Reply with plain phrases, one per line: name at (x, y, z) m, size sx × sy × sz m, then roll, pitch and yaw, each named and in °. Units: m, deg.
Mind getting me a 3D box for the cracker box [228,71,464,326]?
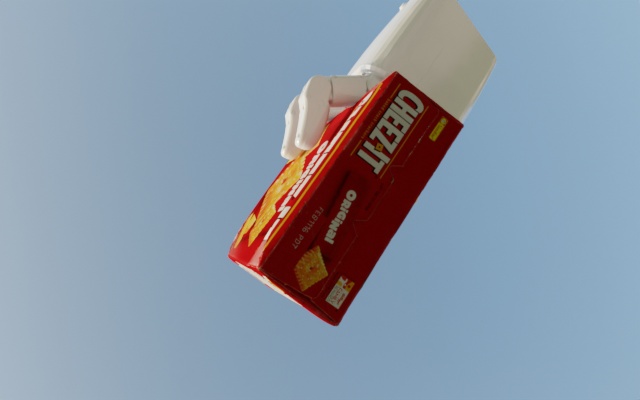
cracker box at (0.000, 0.001, 0.404) m, size 0.072 × 0.164 × 0.214 m, roll 36°, pitch -13°, yaw -10°
